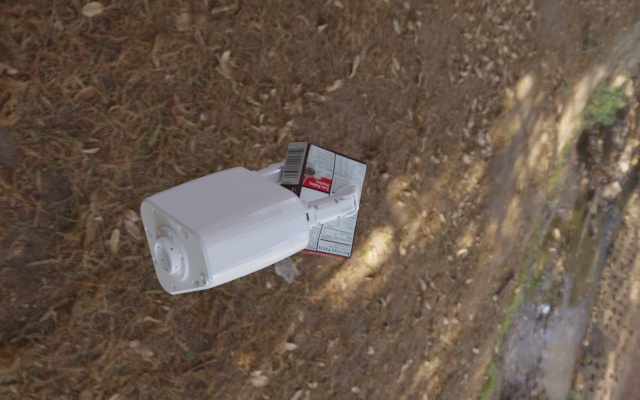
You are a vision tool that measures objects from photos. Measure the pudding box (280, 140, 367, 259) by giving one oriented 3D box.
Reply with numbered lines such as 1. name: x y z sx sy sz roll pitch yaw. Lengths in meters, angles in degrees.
1. pudding box: 0.000 0.002 0.513 0.090 0.113 0.039 16 -6 -40
